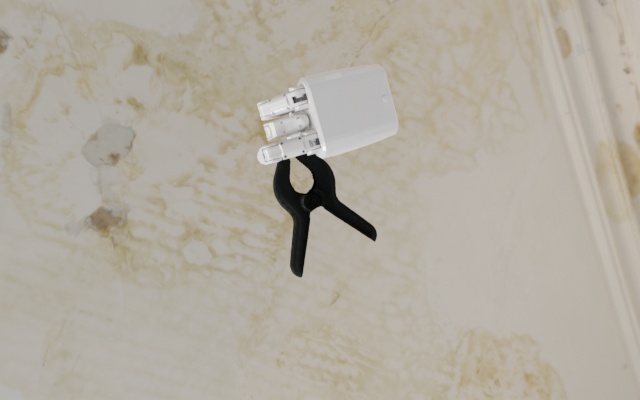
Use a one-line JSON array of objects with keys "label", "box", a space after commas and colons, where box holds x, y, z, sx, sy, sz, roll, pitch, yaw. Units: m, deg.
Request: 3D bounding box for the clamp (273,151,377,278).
[{"label": "clamp", "box": [0.000, 0.002, 0.608, 0.120, 0.171, 0.039, -17, 9, -14]}]
